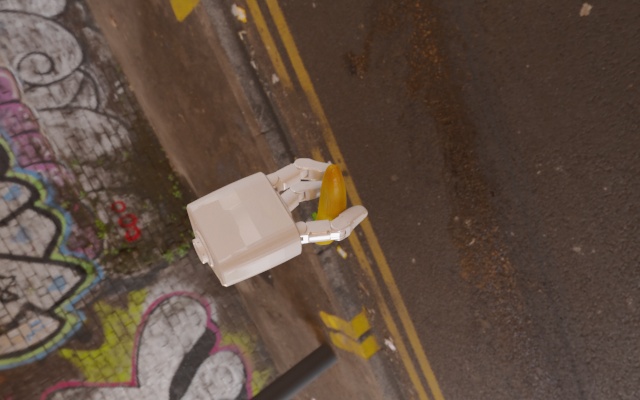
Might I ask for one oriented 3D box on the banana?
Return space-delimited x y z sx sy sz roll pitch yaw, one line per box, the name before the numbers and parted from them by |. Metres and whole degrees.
banana | 0.007 0.020 0.667 0.037 0.069 0.198 -19 -17 -16
